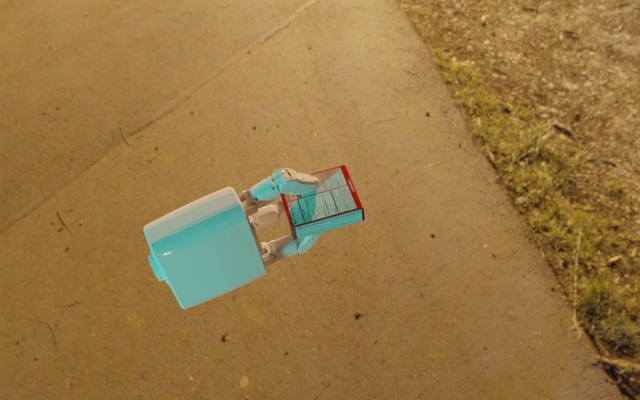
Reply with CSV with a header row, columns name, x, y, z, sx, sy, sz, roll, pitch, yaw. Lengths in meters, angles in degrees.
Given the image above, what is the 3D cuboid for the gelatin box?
name,x,y,z,sx,sy,sz,roll,pitch,yaw
gelatin box,0.000,0.002,0.577,0.089,0.073,0.030,-16,-39,-4
